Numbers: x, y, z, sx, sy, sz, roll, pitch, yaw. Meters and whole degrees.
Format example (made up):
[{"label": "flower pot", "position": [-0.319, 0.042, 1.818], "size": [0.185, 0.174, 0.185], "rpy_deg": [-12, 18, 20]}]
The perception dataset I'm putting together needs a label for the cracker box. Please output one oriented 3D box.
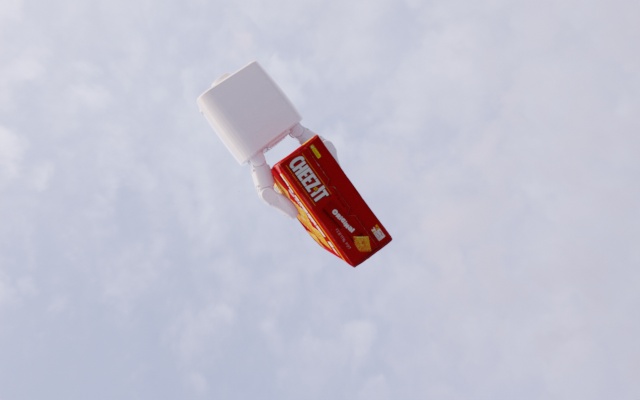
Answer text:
[{"label": "cracker box", "position": [0.000, 0.002, 0.686], "size": [0.072, 0.164, 0.213], "rpy_deg": [-38, 6, -7]}]
